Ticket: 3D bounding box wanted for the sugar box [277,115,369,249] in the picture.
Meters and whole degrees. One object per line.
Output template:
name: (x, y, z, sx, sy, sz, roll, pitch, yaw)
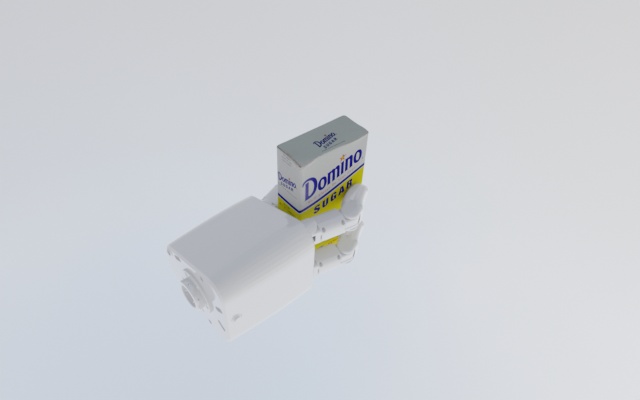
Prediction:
sugar box: (0.000, 0.002, 0.531, 0.093, 0.176, 0.048, -30, 55, -29)
